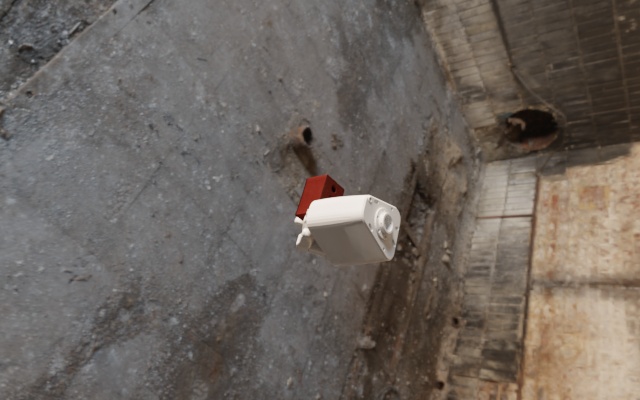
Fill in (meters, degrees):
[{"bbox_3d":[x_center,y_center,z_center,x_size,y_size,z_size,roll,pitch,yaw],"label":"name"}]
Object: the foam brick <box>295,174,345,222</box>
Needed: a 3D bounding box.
[{"bbox_3d":[0.000,0.002,0.826,0.051,0.078,0.053,-12,-39,41],"label":"foam brick"}]
